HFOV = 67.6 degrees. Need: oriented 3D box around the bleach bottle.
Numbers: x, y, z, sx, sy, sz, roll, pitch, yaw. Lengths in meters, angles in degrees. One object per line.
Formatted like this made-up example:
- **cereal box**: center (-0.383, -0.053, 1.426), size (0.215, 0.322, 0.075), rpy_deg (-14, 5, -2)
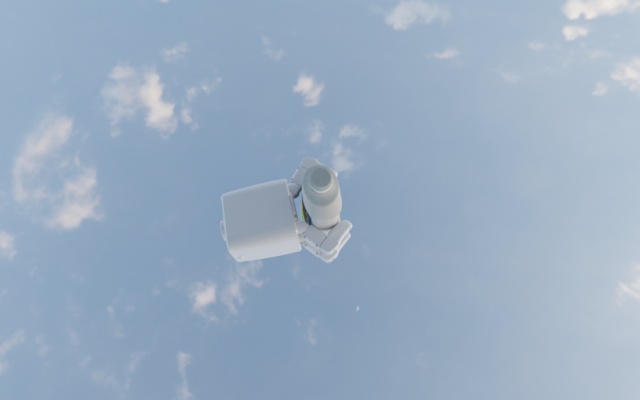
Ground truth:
- **bleach bottle**: center (0.000, 0.003, 0.748), size (0.068, 0.102, 0.251), rpy_deg (-12, -18, -3)
